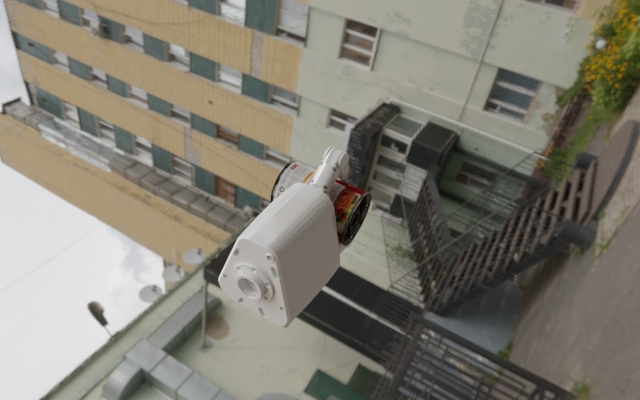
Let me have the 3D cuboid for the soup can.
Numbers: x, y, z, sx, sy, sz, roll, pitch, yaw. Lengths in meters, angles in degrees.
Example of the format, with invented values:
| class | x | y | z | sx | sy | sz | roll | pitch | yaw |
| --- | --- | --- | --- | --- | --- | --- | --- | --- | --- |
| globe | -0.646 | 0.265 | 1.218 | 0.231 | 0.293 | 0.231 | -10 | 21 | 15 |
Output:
| class | x | y | z | sx | sy | sz | roll | pitch | yaw |
| --- | --- | --- | --- | --- | --- | --- | --- | --- | --- |
| soup can | 0.000 | 0.001 | 0.571 | 0.102 | 0.068 | 0.068 | 26 | 8 | 18 |
